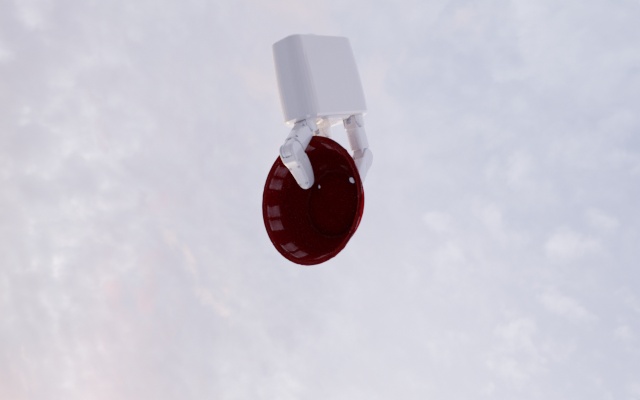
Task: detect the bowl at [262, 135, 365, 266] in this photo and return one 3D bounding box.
[{"bbox_3d":[0.000,0.003,0.609,0.162,0.162,0.055,0,-5,39],"label":"bowl"}]
